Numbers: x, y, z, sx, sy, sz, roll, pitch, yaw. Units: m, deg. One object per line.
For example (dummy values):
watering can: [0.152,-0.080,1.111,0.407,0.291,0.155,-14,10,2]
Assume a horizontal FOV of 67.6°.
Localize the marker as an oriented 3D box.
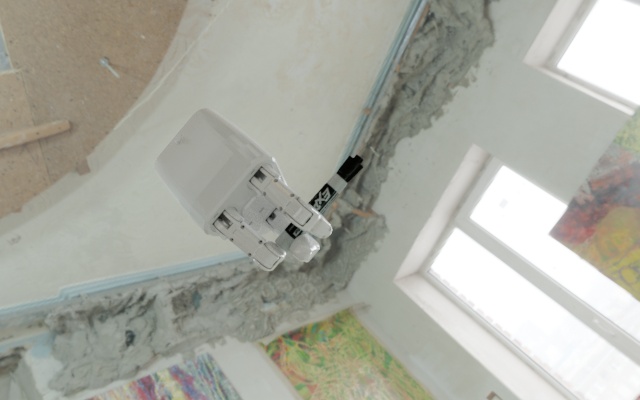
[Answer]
marker: [0.000,0.002,0.482,0.020,0.121,0.020,41,1,-1]
